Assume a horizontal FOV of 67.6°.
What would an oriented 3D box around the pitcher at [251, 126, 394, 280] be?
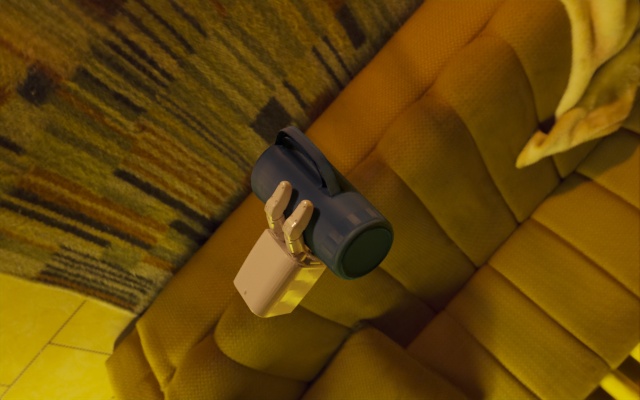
[{"bbox_3d":[0.000,0.003,0.742,0.149,0.145,0.242,24,15,-47],"label":"pitcher"}]
